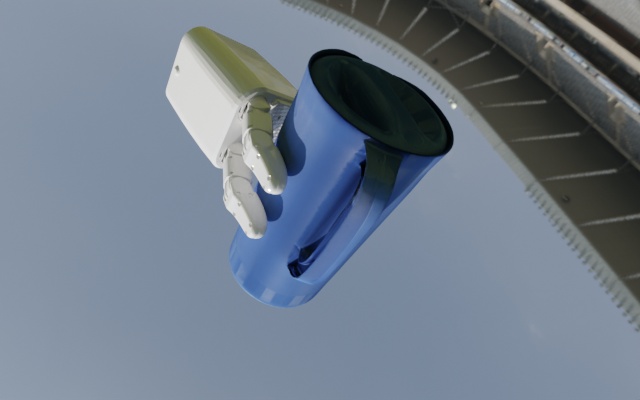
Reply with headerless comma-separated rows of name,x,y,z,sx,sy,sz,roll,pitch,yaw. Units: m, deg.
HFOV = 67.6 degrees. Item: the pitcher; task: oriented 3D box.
pitcher,0.000,0.001,0.442,0.149,0.145,0.243,-19,-30,-46
